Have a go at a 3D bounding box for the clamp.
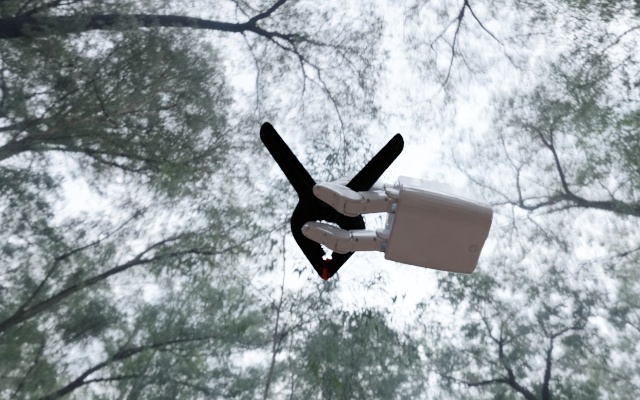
[{"bbox_3d":[0.000,0.002,0.580,0.164,0.210,0.036,13,30,7],"label":"clamp"}]
